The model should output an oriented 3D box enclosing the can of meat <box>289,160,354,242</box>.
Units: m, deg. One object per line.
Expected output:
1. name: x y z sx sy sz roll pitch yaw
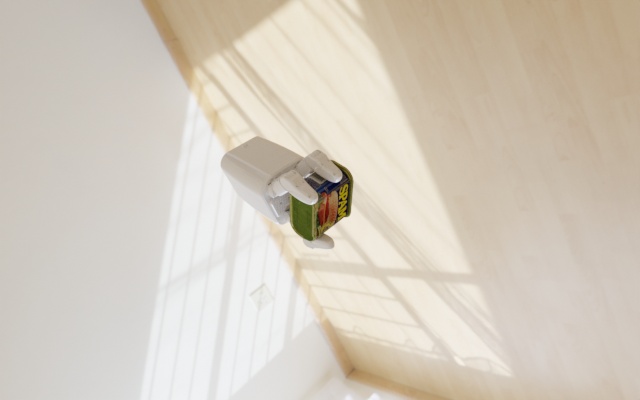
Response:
1. can of meat: 0.000 0.003 0.722 0.057 0.102 0.084 33 52 29
